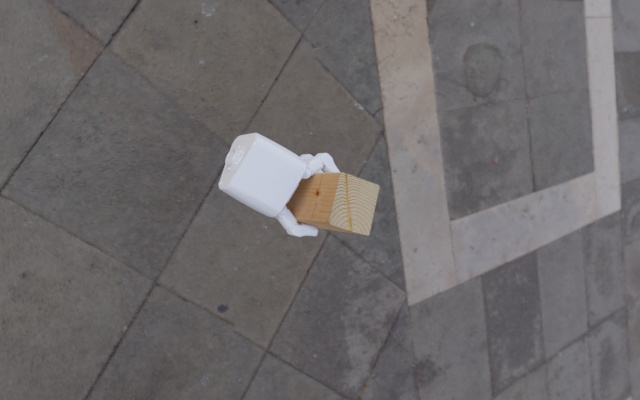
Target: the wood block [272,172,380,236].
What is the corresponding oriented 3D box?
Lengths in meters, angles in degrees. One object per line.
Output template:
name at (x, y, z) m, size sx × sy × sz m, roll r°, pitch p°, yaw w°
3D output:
wood block at (0.000, 0.003, 0.874) m, size 0.090 × 0.091 × 0.206 m, roll 18°, pitch -7°, yaw -33°
